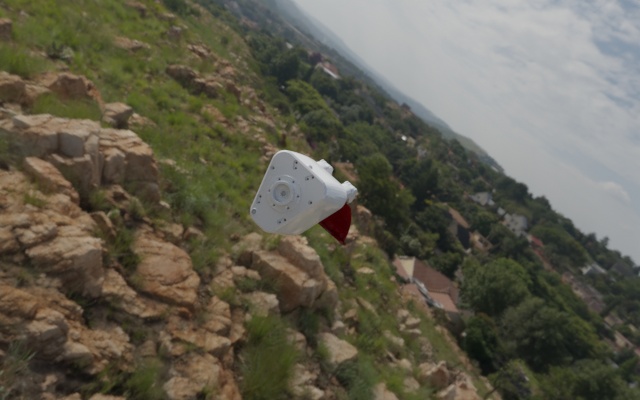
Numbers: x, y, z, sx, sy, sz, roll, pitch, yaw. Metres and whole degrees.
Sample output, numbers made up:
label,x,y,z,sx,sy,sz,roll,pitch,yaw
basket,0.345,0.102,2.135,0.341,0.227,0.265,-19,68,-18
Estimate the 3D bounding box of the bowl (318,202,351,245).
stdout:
label,x,y,z,sx,sy,sz,roll,pitch,yaw
bowl,0.000,0.002,0.810,0.162,0.055,0.162,43,-1,1
